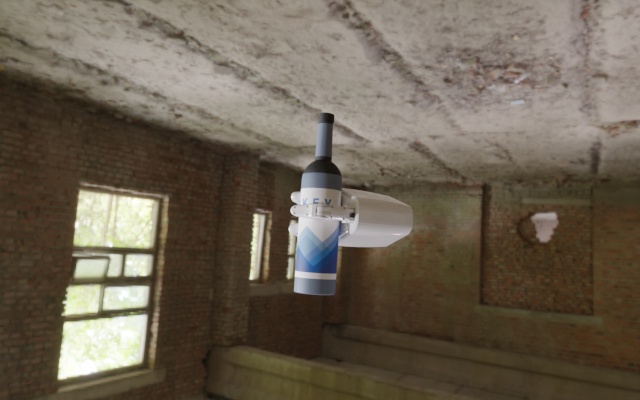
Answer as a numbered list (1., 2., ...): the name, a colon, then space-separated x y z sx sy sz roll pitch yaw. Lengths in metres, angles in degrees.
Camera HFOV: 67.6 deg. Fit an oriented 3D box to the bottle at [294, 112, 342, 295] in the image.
1. bottle: 0.000 0.003 0.783 0.069 0.295 0.069 4 -6 0
